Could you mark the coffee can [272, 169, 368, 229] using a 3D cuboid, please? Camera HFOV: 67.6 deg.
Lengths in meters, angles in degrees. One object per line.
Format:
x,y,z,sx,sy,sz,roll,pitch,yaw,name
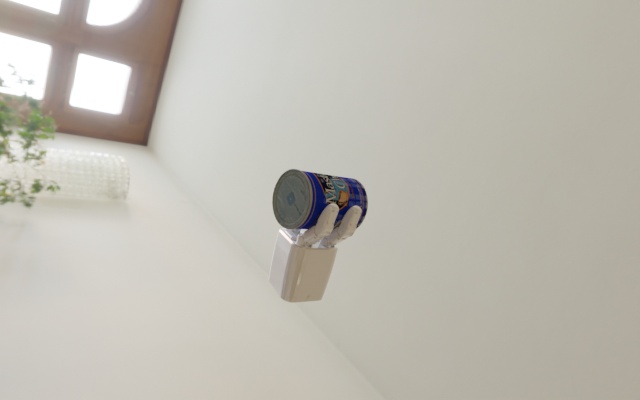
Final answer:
0.000,0.003,0.853,0.140,0.103,0.103,6,-4,-42,coffee can
